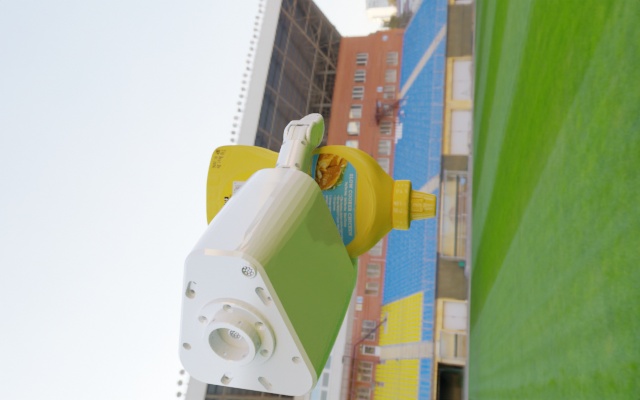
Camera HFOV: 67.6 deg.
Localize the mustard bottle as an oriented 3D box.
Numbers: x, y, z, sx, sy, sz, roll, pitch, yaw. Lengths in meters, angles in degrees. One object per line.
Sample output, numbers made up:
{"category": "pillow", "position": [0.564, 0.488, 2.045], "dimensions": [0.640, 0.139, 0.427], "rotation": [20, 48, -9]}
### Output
{"category": "mustard bottle", "position": [0.000, 0.001, 0.406], "dimensions": [0.191, 0.096, 0.058], "rotation": [2, 2, 15]}
